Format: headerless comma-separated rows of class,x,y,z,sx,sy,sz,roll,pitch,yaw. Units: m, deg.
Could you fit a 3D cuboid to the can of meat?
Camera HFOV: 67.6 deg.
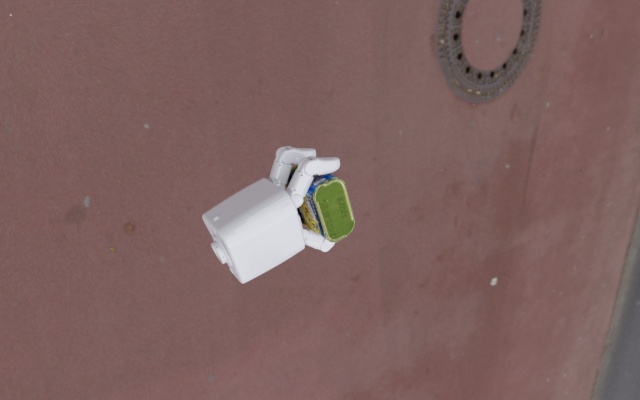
can of meat,0.000,0.002,0.698,0.057,0.102,0.084,-29,32,-20
